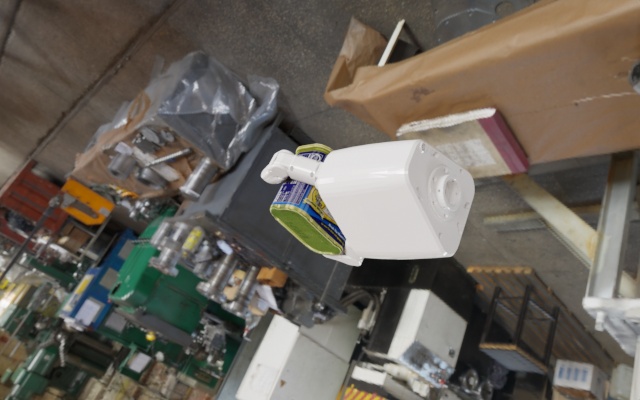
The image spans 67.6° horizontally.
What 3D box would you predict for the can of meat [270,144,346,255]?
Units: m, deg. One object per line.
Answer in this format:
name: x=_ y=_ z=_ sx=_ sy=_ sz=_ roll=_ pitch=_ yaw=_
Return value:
can of meat: x=0.000 y=0.002 z=0.536 sx=0.057 sy=0.084 sz=0.102 roll=-2 pitch=-36 yaw=44
